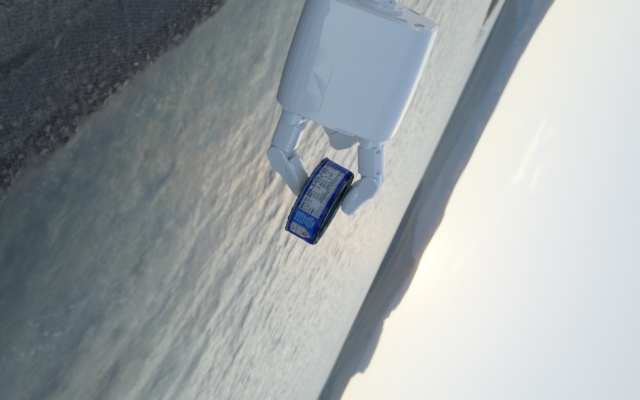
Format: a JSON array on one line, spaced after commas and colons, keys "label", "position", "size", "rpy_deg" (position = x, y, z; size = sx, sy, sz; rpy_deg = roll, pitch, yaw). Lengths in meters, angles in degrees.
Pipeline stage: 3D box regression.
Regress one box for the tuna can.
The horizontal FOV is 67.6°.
[{"label": "tuna can", "position": [0.001, 0.002, 0.482], "size": [0.034, 0.086, 0.086], "rpy_deg": [30, 4, 7]}]
